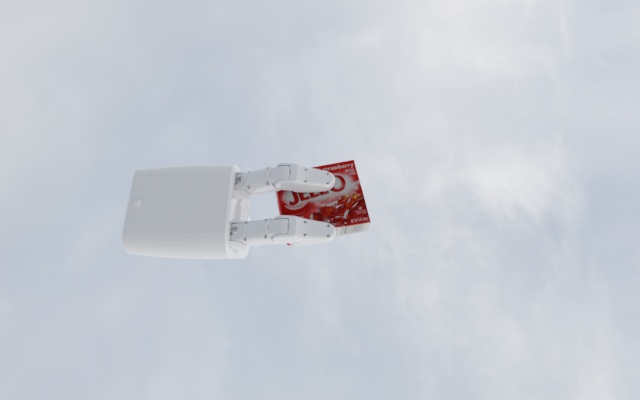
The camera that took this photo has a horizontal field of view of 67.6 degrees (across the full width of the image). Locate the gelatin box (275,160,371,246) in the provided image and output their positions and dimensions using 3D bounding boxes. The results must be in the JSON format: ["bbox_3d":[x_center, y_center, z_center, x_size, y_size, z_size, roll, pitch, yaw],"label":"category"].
[{"bbox_3d":[0.000,0.002,0.496,0.089,0.073,0.030,-10,-23,-7],"label":"gelatin box"}]
